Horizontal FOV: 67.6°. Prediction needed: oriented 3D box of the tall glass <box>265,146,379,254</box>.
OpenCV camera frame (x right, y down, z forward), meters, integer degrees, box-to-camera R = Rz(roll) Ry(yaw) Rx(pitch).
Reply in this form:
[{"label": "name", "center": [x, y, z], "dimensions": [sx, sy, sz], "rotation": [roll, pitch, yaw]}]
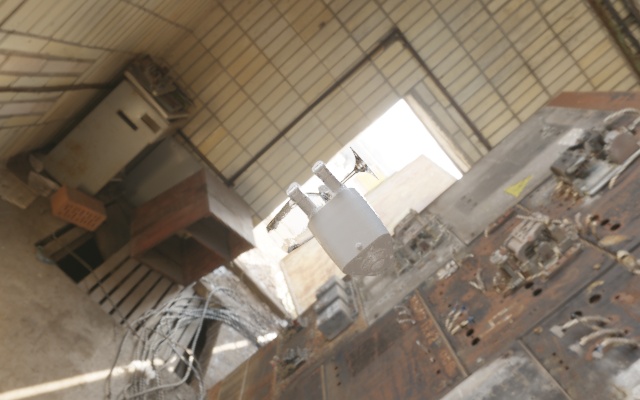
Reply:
[{"label": "tall glass", "center": [0.001, 0.002, 0.809], "dimensions": [0.201, 0.079, 0.079], "rotation": [-41, -6, 6]}]
